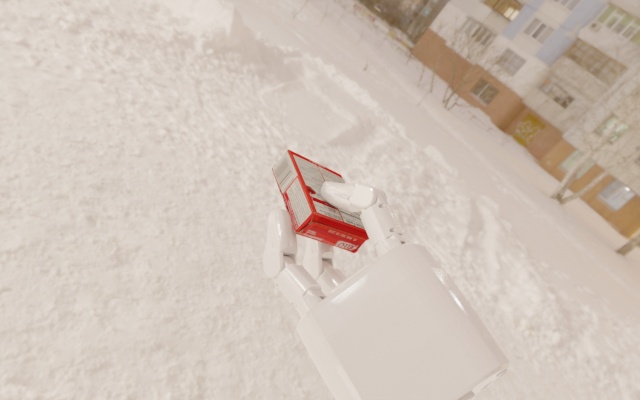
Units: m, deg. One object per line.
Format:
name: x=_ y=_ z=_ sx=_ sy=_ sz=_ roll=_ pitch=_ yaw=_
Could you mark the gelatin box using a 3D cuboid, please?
gelatin box: x=0.000 y=0.001 z=0.441 sx=0.073 sy=0.089 sz=0.030 roll=22 pitch=-58 yaw=-39
